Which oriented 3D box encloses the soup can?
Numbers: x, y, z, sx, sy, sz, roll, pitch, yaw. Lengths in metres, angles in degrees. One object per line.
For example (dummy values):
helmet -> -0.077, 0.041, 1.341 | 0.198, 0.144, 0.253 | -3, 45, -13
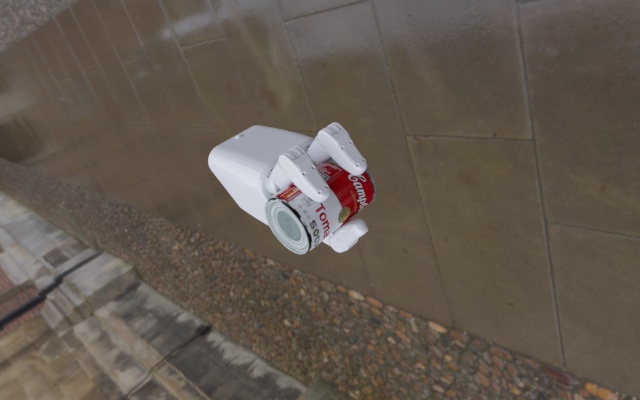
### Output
soup can -> 0.000, 0.002, 0.504 | 0.102, 0.068, 0.068 | -36, 21, -31
